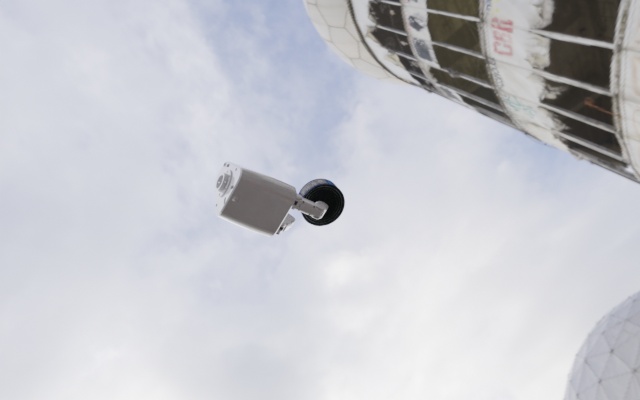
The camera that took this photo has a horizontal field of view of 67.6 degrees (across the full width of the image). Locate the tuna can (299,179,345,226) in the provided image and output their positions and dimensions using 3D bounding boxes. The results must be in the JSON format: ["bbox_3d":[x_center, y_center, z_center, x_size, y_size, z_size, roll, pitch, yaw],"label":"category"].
[{"bbox_3d":[0.000,0.003,0.895,0.086,0.086,0.033,0,24,-19],"label":"tuna can"}]
